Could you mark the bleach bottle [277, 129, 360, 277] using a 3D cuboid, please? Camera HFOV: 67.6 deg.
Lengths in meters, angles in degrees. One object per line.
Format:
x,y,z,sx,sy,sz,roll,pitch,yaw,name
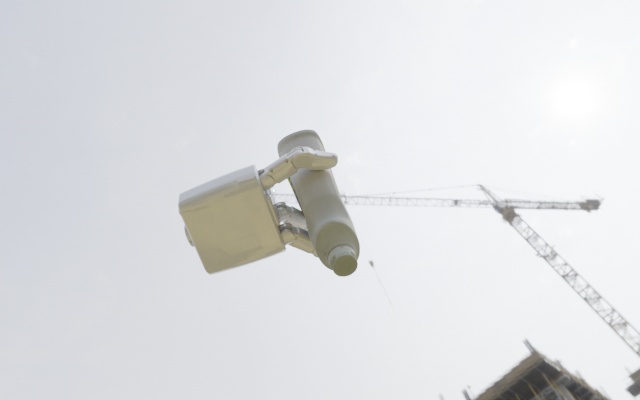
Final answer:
0.000,0.002,0.612,0.068,0.103,0.250,-20,32,-1,bleach bottle
